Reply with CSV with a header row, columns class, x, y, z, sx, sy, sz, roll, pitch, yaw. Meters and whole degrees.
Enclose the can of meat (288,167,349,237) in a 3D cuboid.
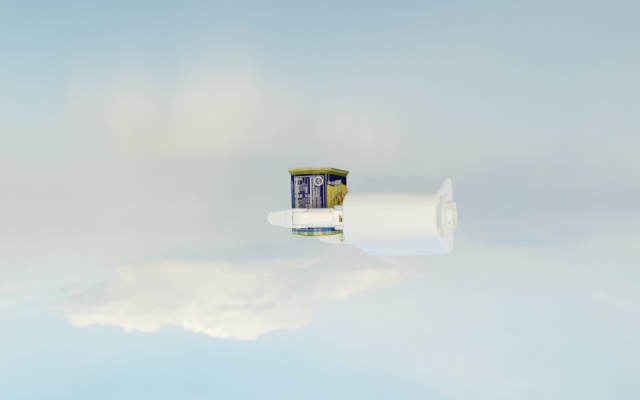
class,x,y,z,sx,sy,sz,roll,pitch,yaw
can of meat,0.000,0.002,0.619,0.057,0.084,0.102,-2,-1,22
